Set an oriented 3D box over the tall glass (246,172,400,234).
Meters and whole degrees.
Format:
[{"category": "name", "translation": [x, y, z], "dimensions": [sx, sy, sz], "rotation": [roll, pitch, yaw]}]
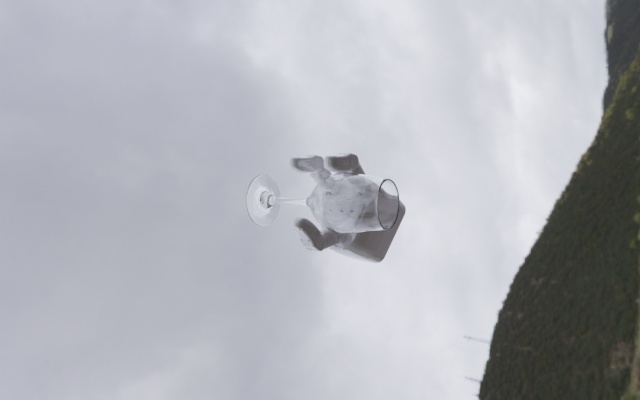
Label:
[{"category": "tall glass", "translation": [-0.001, 0.002, 0.630], "dimensions": [0.201, 0.079, 0.079], "rotation": [2, 1, 35]}]
